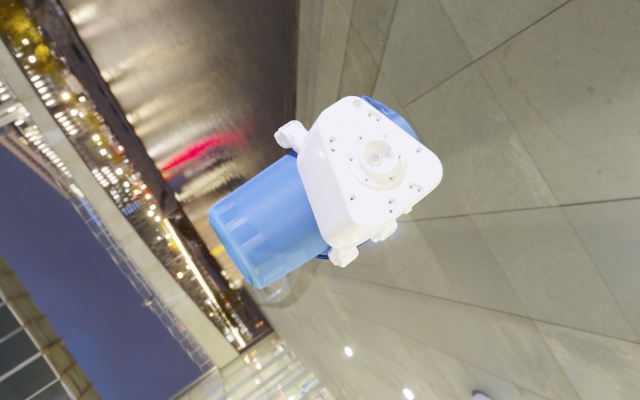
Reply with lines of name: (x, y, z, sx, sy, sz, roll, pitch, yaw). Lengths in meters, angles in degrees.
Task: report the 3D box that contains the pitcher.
pitcher: (0.000, 0.002, 0.568, 0.243, 0.149, 0.145, -33, -4, -16)
